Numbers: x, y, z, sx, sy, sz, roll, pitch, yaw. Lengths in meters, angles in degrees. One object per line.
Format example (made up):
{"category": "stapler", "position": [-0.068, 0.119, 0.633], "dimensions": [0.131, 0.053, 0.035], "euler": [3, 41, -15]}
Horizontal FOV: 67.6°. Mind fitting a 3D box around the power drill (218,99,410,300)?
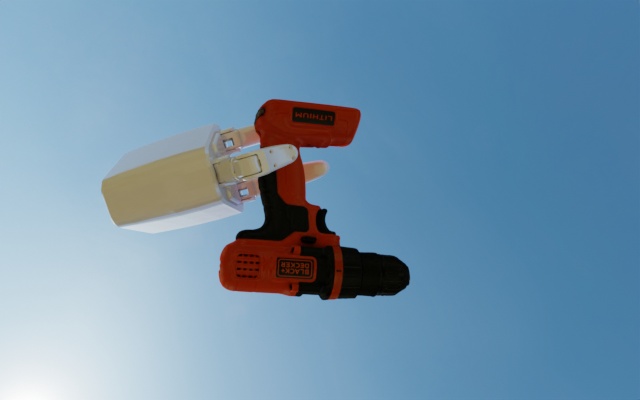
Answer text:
{"category": "power drill", "position": [0.000, 0.001, 0.467], "dimensions": [0.184, 0.187, 0.057], "euler": [5, -13, -14]}
